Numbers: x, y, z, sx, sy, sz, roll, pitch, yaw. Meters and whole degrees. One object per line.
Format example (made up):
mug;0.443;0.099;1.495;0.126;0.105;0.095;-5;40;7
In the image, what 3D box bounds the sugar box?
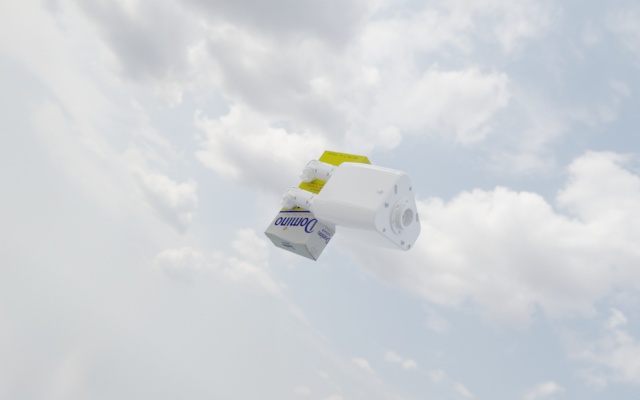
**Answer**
sugar box;0.000;0.002;0.738;0.093;0.176;0.048;13;-33;42
